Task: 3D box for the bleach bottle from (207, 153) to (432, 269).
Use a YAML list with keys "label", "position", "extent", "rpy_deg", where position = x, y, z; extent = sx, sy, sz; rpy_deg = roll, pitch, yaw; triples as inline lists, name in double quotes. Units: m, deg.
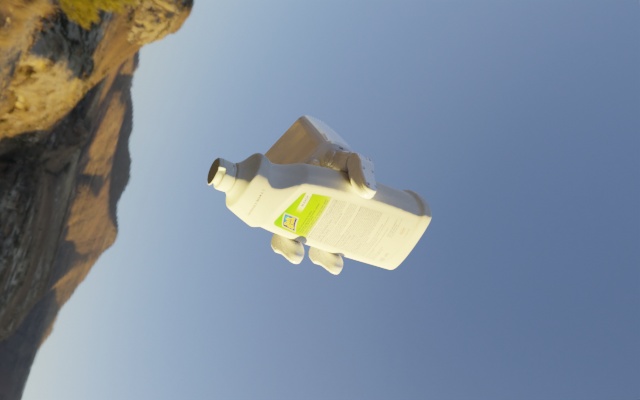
- label: "bleach bottle"
  position: [0.000, 0.002, 0.533]
  extent: [0.251, 0.102, 0.068]
  rpy_deg: [20, 21, -29]
